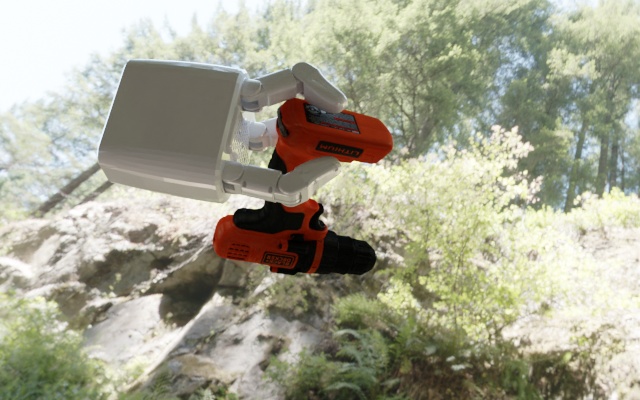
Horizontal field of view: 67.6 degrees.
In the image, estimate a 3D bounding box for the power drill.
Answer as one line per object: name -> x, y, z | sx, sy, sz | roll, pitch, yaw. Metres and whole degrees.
power drill -> 0.000, 0.001, 0.479 | 0.184, 0.188, 0.057 | 10, 36, -21
